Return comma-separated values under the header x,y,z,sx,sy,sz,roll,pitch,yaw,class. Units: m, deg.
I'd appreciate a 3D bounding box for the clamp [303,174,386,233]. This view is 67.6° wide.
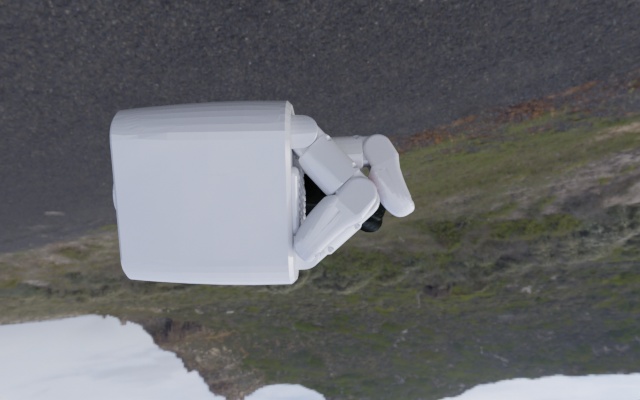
x,y,z,sx,sy,sz,roll,pitch,yaw,class
0.000,0.002,0.408,0.120,0.039,0.171,3,-11,2,clamp
